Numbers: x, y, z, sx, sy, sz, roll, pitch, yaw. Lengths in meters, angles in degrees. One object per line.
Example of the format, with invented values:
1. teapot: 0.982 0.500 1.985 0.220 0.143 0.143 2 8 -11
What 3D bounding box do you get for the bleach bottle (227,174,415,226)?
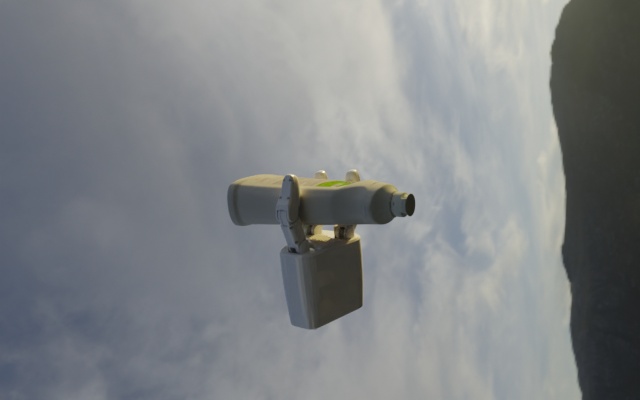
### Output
1. bleach bottle: 0.000 0.002 0.635 0.251 0.068 0.102 3 15 35
